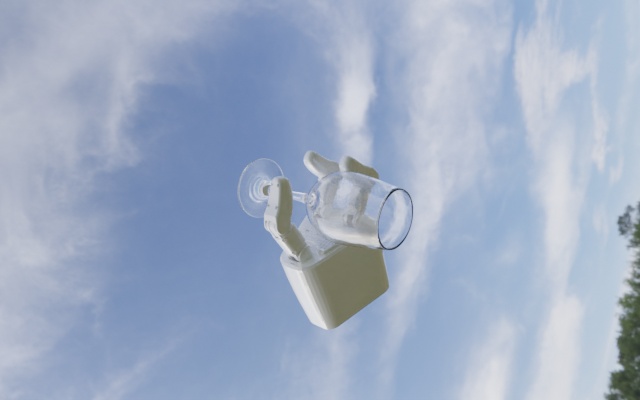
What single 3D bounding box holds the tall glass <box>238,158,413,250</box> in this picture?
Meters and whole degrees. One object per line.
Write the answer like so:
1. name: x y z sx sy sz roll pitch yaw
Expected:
1. tall glass: -0.001 0.002 0.526 0.201 0.079 0.079 13 8 41
